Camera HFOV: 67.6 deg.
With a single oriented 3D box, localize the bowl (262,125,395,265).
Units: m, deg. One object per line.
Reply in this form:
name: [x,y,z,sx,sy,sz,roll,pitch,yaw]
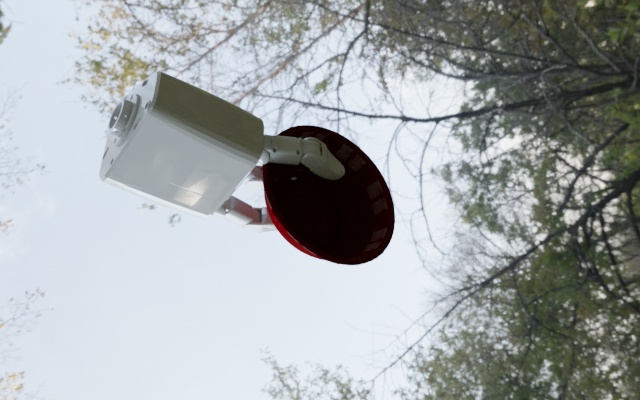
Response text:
bowl: [0.001,0.002,0.507,0.162,0.162,0.055,0,-27,-36]
